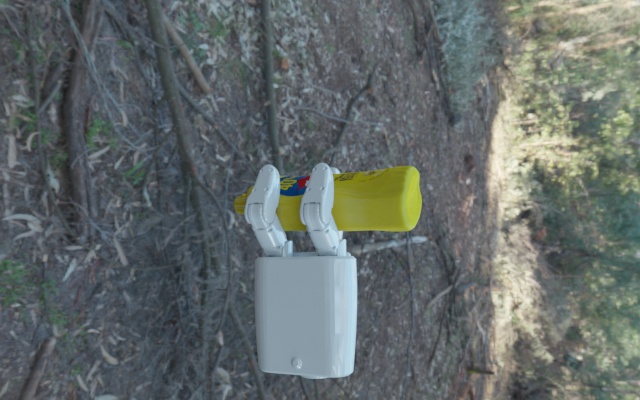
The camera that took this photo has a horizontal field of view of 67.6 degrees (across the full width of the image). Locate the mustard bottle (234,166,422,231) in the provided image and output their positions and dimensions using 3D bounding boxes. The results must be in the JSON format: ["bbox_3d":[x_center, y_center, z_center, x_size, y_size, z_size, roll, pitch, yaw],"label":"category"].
[{"bbox_3d":[0.000,0.001,0.482,0.191,0.058,0.096,-3,16,21],"label":"mustard bottle"}]
